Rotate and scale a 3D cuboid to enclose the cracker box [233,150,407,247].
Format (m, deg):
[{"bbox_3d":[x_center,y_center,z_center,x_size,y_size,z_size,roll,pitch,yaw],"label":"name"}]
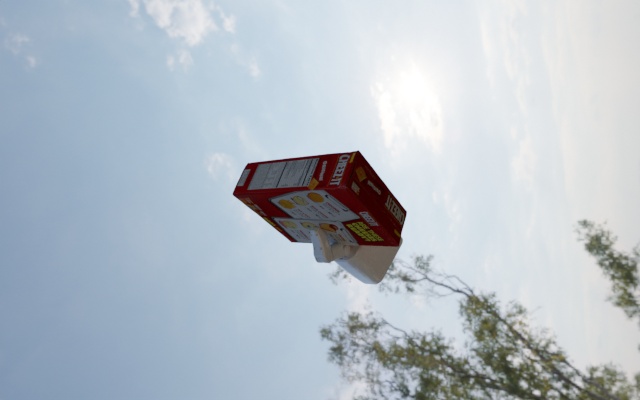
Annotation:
[{"bbox_3d":[0.000,0.003,0.732,0.213,0.072,0.164,-3,-33,37],"label":"cracker box"}]
